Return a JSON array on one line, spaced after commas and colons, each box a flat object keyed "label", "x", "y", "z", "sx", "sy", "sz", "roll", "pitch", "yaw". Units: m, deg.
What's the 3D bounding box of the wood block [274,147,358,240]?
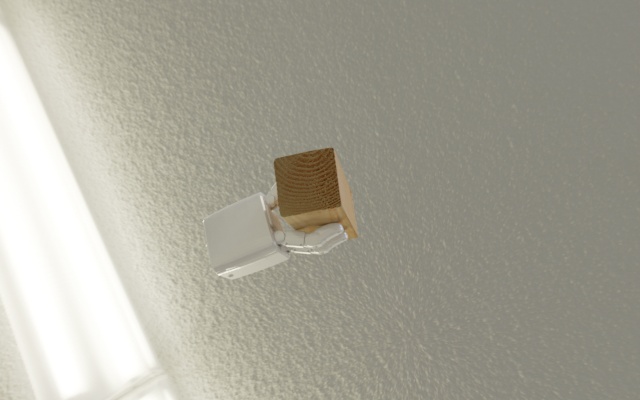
[{"label": "wood block", "x": 0.000, "y": 0.002, "z": 0.757, "sx": 0.090, "sy": 0.090, "sz": 0.206, "roll": -11, "pitch": -17, "yaw": 8}]
